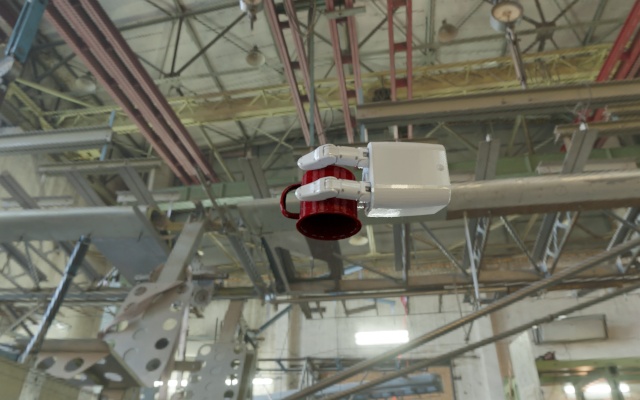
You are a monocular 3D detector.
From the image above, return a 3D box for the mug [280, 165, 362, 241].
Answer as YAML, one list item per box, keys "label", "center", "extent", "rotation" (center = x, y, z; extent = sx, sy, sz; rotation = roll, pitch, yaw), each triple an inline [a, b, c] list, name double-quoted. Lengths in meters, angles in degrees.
- label: "mug"
  center: [-0.001, 0.002, 0.691]
  extent: [0.117, 0.081, 0.093]
  rotation: [1, -29, -1]
